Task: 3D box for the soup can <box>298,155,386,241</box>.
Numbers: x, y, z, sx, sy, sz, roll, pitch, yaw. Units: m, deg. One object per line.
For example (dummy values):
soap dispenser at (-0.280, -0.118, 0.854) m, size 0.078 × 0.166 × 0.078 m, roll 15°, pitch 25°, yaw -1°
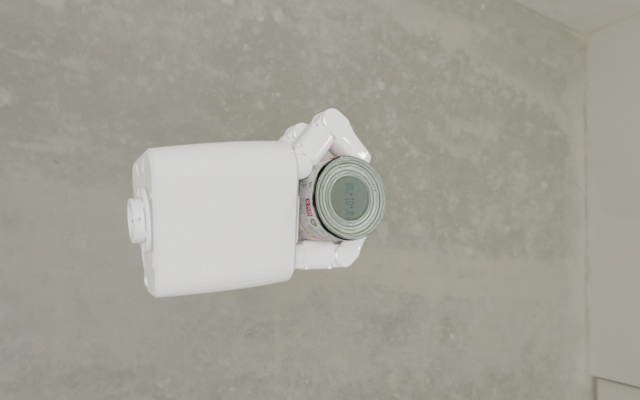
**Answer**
soup can at (0.001, 0.001, 0.410) m, size 0.068 × 0.068 × 0.102 m, roll 0°, pitch -4°, yaw -29°
